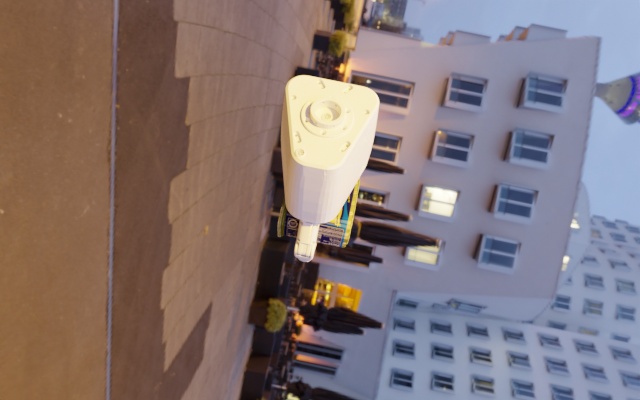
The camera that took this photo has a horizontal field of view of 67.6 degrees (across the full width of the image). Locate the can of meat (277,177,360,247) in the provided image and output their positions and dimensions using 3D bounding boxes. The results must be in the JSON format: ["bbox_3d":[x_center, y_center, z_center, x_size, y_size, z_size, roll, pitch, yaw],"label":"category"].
[{"bbox_3d":[0.000,0.002,0.582,0.084,0.102,0.057,12,-32,2],"label":"can of meat"}]
